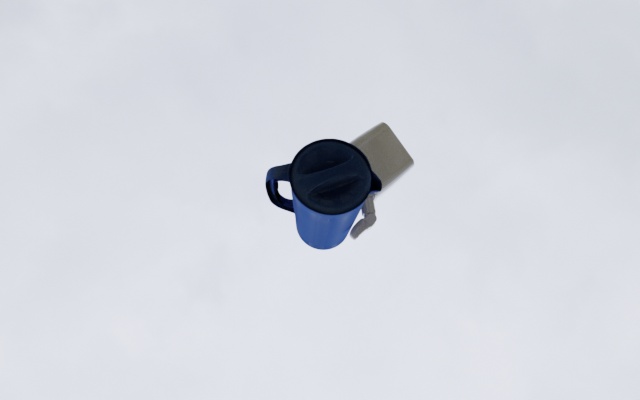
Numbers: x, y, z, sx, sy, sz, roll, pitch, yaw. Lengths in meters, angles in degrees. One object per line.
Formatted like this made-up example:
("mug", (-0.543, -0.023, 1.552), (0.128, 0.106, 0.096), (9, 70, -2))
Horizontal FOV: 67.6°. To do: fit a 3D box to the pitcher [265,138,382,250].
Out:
("pitcher", (0.000, 0.003, 0.851), (0.145, 0.149, 0.243), (-38, -16, -17))
